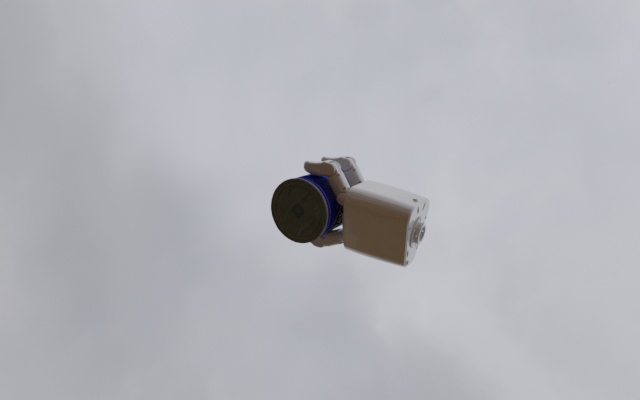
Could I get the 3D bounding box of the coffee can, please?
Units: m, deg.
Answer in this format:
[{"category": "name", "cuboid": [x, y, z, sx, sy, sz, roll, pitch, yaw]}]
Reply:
[{"category": "coffee can", "cuboid": [0.000, 0.003, 0.789, 0.103, 0.103, 0.140, 0, 12, 31]}]
